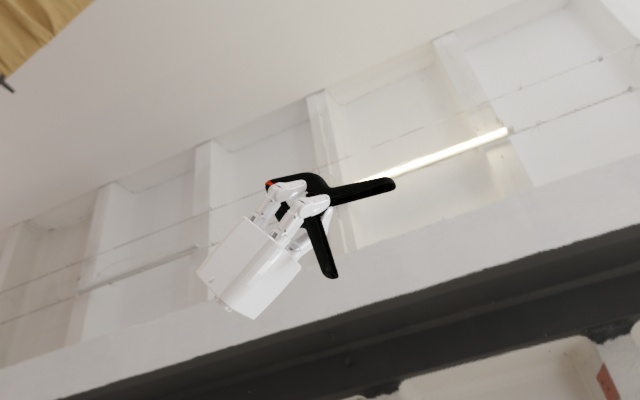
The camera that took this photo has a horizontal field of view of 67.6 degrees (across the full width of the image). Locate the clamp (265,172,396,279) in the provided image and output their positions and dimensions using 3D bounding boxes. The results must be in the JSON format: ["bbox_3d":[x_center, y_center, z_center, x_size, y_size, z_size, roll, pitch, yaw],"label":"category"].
[{"bbox_3d":[0.000,0.003,0.710,0.210,0.164,0.036,32,-12,41],"label":"clamp"}]
